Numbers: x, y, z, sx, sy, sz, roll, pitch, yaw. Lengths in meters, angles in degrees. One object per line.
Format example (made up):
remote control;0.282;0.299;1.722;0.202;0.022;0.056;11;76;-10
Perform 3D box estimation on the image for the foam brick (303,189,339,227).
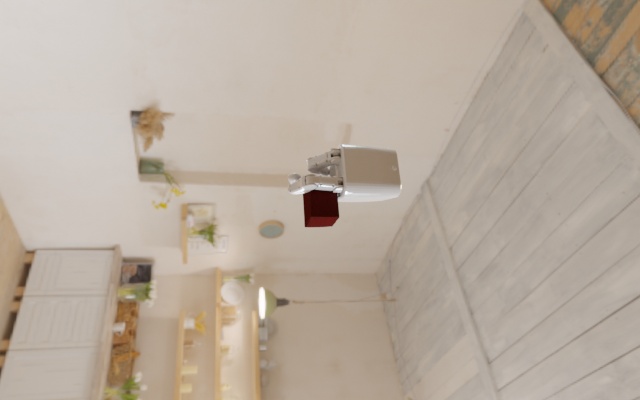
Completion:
foam brick;0.000;0.003;0.834;0.051;0.078;0.053;2;-22;-14
